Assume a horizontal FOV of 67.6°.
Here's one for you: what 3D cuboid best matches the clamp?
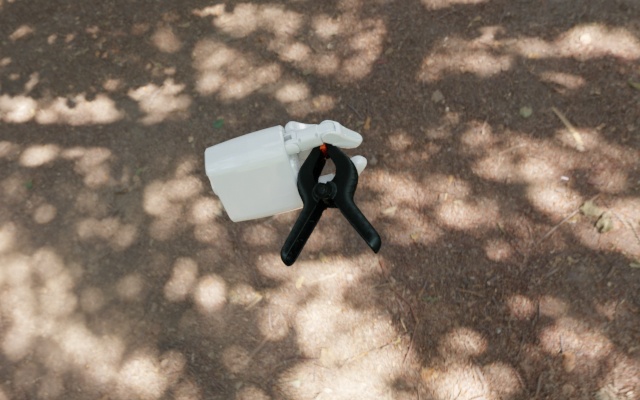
[{"bbox_3d":[0.000,0.001,0.587,0.120,0.171,0.039,-15,-34,6],"label":"clamp"}]
